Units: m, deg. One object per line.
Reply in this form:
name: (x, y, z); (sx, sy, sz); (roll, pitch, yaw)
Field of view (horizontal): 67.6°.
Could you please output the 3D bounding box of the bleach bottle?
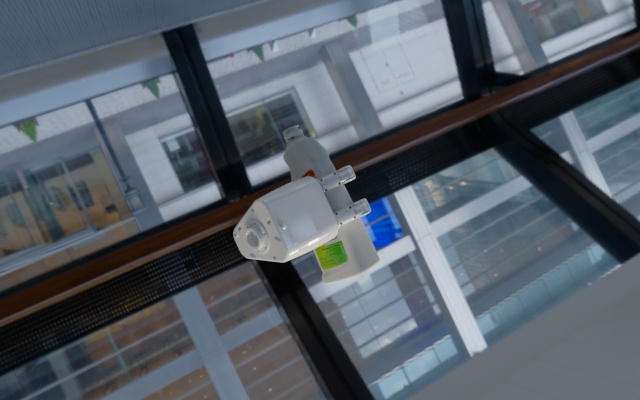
bleach bottle: (0.000, 0.002, 0.763); (0.068, 0.251, 0.102); (-25, 0, -44)
